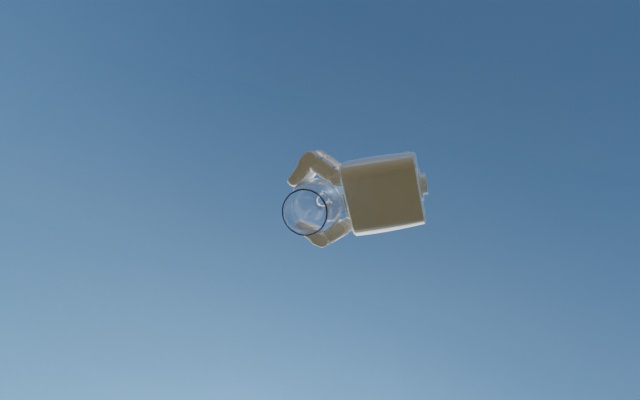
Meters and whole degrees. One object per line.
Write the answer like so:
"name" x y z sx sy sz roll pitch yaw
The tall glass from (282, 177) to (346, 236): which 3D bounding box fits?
"tall glass" 0.000 0.002 0.712 0.079 0.079 0.201 0 8 13
